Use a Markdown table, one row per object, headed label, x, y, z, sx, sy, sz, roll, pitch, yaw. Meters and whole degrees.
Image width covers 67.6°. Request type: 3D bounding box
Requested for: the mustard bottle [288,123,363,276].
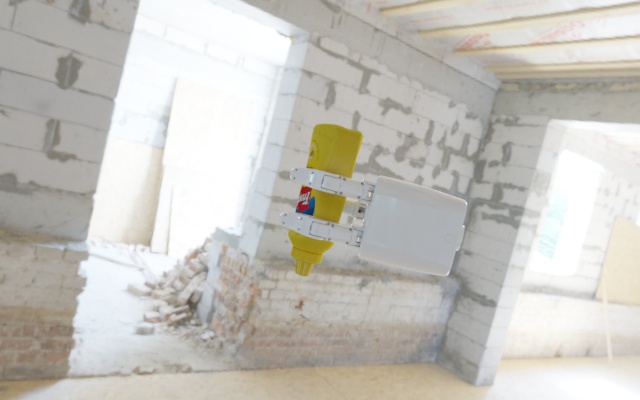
| label | x | y | z | sx | sy | sz | roll | pitch | yaw |
| --- | --- | --- | --- | --- | --- | --- | --- | --- | --- |
| mustard bottle | 0.000 | 0.002 | 0.604 | 0.058 | 0.191 | 0.096 | 13 | 4 | -19 |
